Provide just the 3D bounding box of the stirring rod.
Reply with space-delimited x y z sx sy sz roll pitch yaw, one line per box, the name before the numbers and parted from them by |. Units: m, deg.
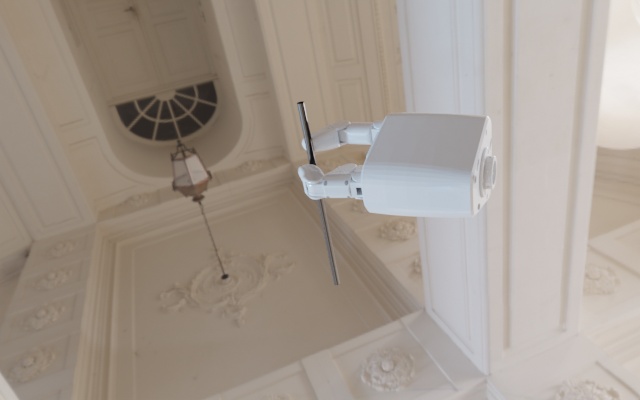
stirring rod | 0.000 0.002 0.557 0.011 0.240 0.011 -9 28 5
